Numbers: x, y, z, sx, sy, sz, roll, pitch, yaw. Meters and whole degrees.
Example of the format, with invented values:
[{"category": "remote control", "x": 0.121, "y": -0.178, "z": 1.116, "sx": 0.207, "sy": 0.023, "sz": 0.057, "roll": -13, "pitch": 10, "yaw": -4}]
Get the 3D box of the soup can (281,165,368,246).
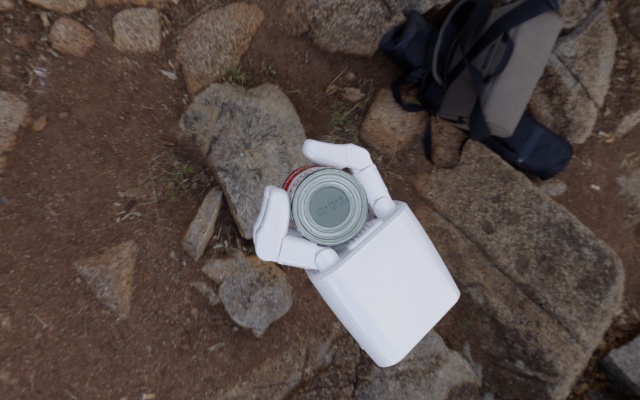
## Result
[{"category": "soup can", "x": 0.000, "y": 0.001, "z": 0.445, "sx": 0.068, "sy": 0.068, "sz": 0.102, "roll": 0, "pitch": 6, "yaw": -9}]
